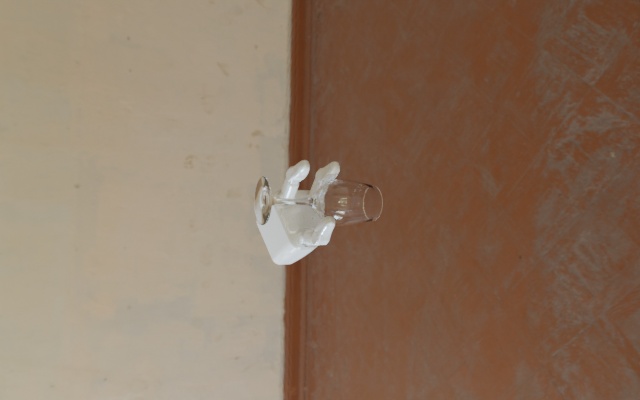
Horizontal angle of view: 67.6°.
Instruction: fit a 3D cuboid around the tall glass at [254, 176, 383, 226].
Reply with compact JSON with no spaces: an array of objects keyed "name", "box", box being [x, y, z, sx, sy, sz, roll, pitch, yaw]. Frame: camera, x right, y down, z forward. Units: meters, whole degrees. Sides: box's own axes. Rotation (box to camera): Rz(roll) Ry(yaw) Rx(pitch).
[{"name":"tall glass","box":[0.000,0.003,0.768,0.201,0.079,0.079,1,-1,-27]}]
